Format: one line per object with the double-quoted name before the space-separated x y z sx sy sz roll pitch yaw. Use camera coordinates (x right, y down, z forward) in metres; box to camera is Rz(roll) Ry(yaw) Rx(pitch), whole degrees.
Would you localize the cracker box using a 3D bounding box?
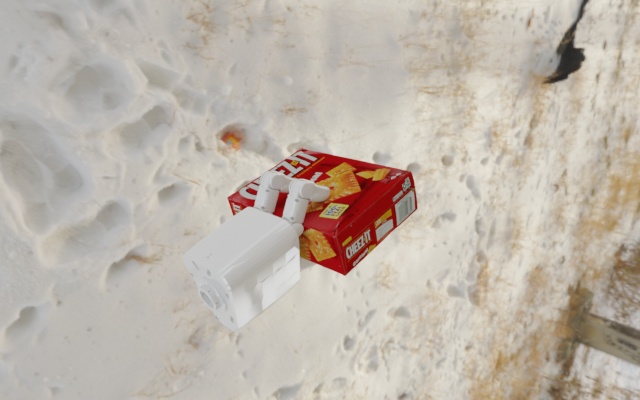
"cracker box" 0.000 0.002 0.668 0.213 0.072 0.164 17 43 41
